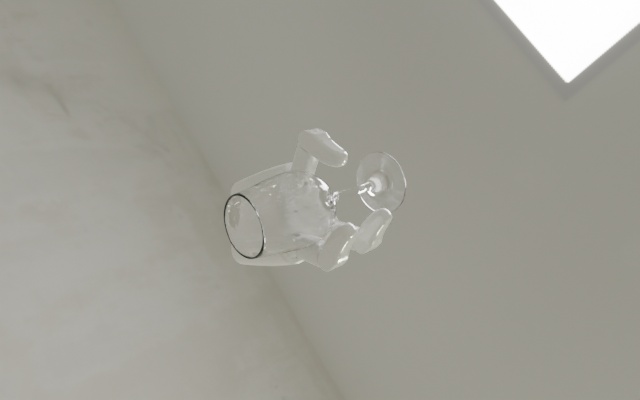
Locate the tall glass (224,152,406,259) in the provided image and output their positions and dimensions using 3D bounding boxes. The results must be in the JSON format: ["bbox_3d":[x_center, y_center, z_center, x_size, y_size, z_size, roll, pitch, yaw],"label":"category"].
[{"bbox_3d":[0.001,0.001,0.498,0.201,0.079,0.079,-18,12,-42],"label":"tall glass"}]
